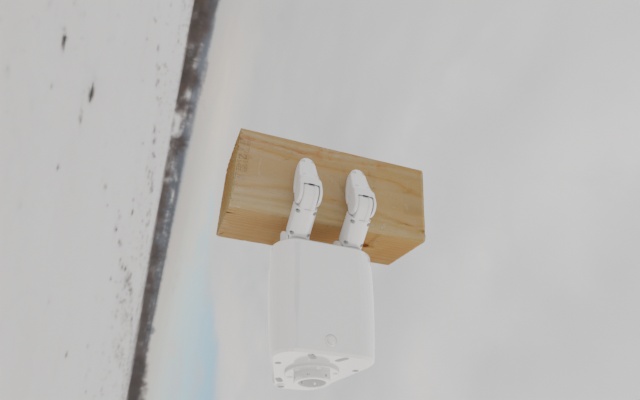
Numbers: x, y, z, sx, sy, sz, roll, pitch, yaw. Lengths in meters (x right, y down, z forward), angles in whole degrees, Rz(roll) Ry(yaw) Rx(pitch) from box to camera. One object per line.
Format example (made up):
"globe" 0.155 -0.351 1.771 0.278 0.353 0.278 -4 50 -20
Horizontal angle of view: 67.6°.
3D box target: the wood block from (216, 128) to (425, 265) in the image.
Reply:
"wood block" 0.000 0.002 0.525 0.206 0.090 0.091 12 -28 -16
